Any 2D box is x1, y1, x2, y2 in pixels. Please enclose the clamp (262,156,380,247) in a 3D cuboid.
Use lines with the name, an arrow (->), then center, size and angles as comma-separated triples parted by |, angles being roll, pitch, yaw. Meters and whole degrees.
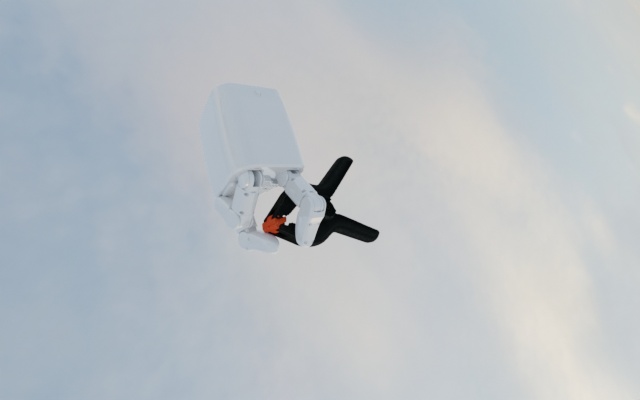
clamp -> 0.000, 0.002, 0.596 | 0.171, 0.120, 0.039 | -3, -20, -44
